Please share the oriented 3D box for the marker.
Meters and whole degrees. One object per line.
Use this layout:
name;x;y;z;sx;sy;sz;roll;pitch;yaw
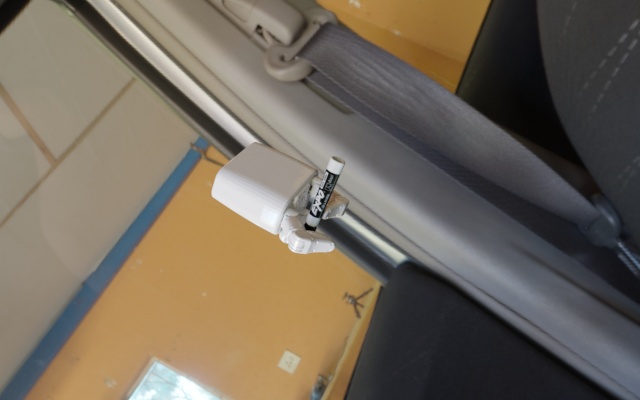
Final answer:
marker;0.000;0.002;0.594;0.020;0.121;0.020;19;24;-9
